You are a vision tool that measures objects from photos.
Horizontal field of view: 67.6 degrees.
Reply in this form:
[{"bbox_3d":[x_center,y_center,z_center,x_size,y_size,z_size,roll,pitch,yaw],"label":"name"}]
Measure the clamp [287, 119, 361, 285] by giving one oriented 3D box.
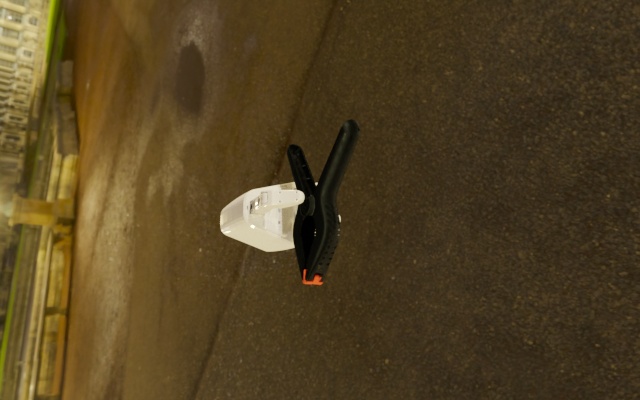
[{"bbox_3d":[-0.001,0.003,0.624,0.036,0.210,0.164,8,-17,-30],"label":"clamp"}]
